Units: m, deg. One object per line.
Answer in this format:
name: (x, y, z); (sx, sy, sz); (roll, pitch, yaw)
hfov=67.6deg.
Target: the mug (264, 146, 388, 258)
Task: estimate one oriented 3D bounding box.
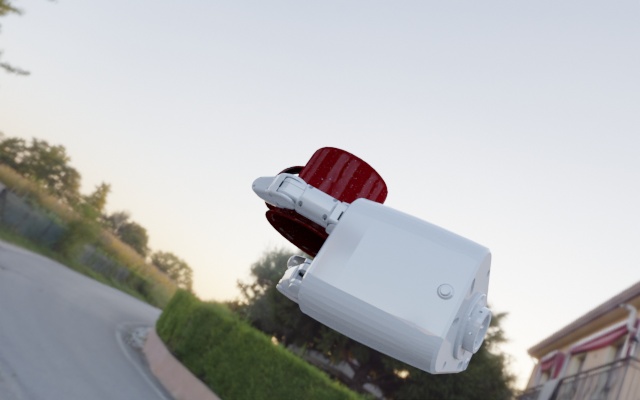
mug: (-0.001, 0.001, 0.446); (0.117, 0.081, 0.093); (21, -21, 32)
